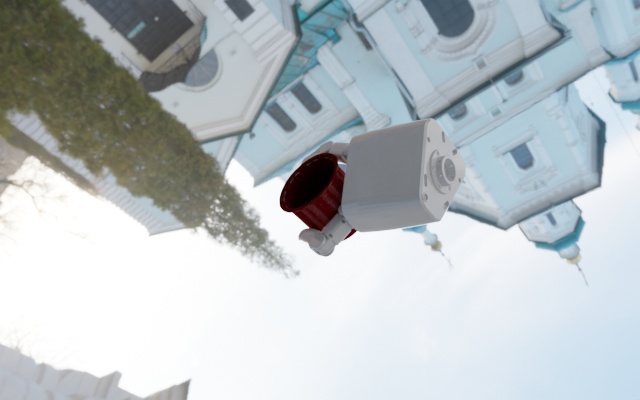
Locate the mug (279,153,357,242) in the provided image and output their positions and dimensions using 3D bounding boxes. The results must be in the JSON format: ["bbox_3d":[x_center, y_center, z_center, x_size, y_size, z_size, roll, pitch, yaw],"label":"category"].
[{"bbox_3d":[-0.001,0.002,0.614,0.117,0.093,0.081,-9,-43,45],"label":"mug"}]
